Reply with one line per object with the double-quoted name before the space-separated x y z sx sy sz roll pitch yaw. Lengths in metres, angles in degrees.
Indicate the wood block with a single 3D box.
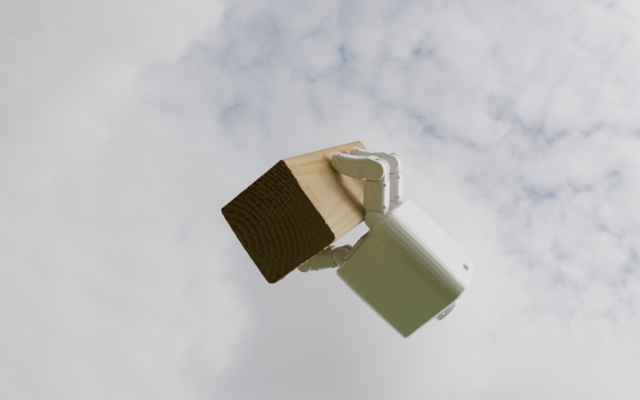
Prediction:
"wood block" 0.000 0.002 0.527 0.091 0.090 0.206 -37 -5 26
